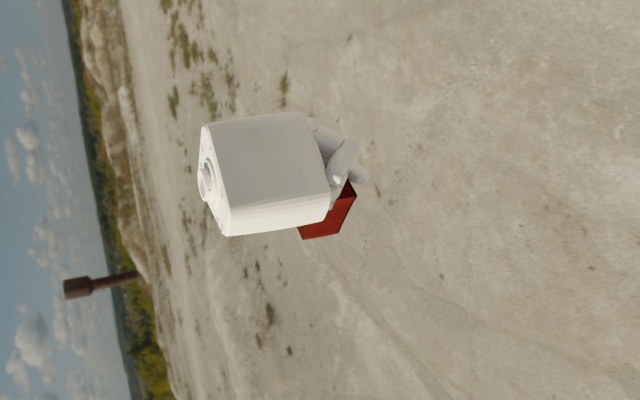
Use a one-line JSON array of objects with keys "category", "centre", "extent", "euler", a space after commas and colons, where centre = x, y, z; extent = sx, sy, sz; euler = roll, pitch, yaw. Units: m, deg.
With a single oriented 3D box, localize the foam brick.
[{"category": "foam brick", "centre": [0.000, 0.002, 0.565], "extent": [0.051, 0.053, 0.078], "euler": [-11, -34, -25]}]
